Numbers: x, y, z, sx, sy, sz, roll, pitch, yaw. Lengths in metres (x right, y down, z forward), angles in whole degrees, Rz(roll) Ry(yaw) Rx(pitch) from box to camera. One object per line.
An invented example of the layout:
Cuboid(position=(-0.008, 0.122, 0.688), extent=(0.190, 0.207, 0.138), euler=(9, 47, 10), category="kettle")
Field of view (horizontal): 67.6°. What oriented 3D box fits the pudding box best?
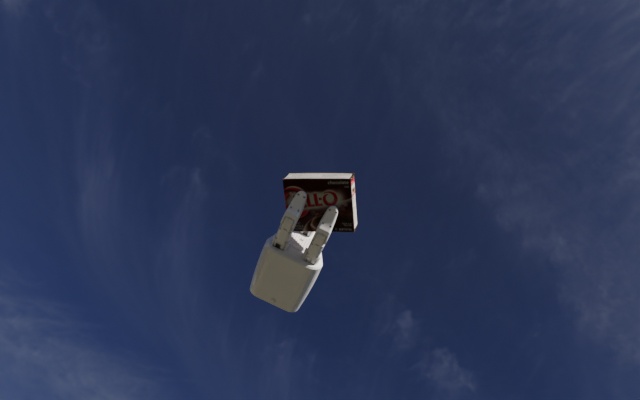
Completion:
Cuboid(position=(0.000, 0.002, 0.762), extent=(0.113, 0.090, 0.039), euler=(-1, 22, 13), category="pudding box")
